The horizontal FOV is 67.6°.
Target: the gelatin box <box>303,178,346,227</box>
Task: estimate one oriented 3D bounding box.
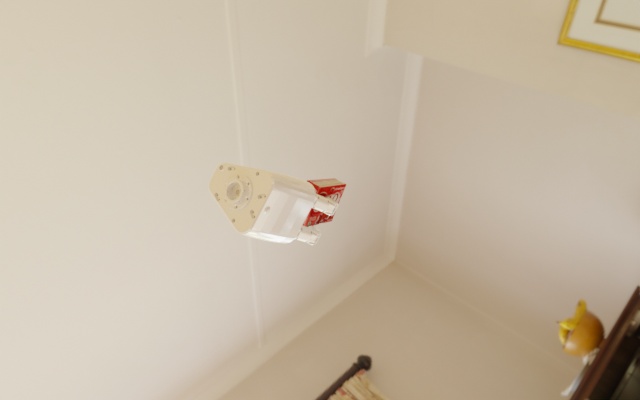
[{"bbox_3d":[0.000,0.002,0.798,0.030,0.073,0.089,30,19,26],"label":"gelatin box"}]
